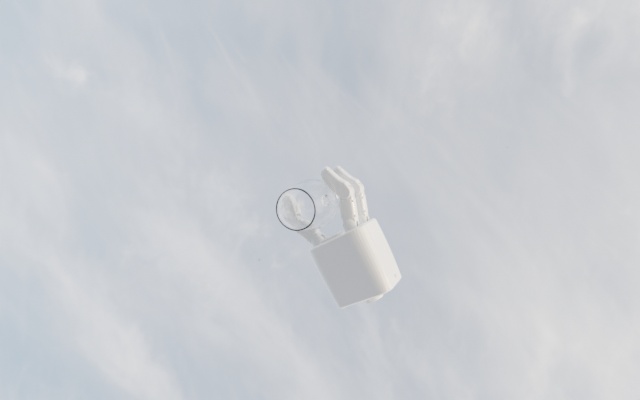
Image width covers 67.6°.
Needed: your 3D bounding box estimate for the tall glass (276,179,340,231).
[{"bbox_3d":[0.000,0.002,0.766,0.079,0.079,0.201,0,6,21],"label":"tall glass"}]
